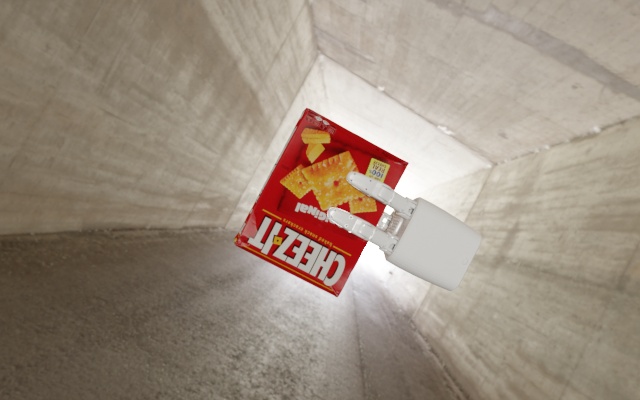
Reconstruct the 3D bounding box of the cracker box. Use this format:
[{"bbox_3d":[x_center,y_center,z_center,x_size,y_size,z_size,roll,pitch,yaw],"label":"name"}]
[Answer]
[{"bbox_3d":[0.000,0.002,0.672,0.164,0.213,0.072,28,-2,-8],"label":"cracker box"}]
